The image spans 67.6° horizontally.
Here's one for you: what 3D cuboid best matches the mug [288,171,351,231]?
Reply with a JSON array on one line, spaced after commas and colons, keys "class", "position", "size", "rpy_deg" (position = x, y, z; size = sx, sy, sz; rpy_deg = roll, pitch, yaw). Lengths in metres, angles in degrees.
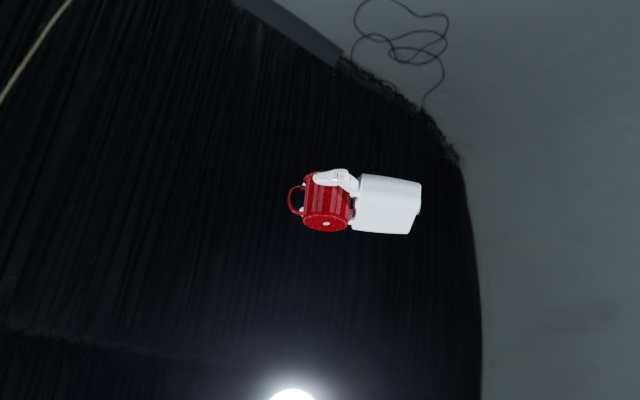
[{"class": "mug", "position": [-0.001, 0.003, 0.847], "size": [0.117, 0.081, 0.093], "rpy_deg": [6, -23, 0]}]
